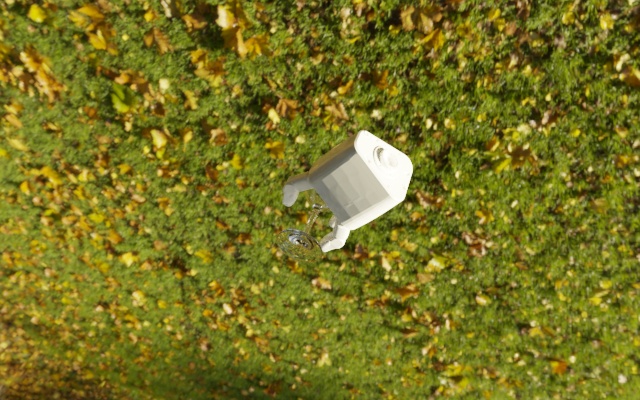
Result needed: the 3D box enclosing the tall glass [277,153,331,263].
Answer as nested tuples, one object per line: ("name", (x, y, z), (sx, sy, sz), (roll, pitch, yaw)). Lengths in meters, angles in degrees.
("tall glass", (0.000, 0.003, 0.788), (0.079, 0.079, 0.201), (0, 43, 26))
